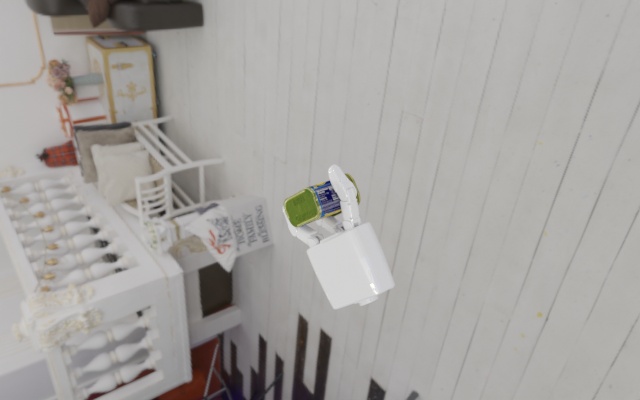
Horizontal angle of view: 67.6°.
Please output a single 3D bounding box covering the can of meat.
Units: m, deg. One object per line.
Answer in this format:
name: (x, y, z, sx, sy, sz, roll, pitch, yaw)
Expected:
can of meat: (0.000, 0.003, 0.774, 0.084, 0.057, 0.102, -19, -5, -35)
